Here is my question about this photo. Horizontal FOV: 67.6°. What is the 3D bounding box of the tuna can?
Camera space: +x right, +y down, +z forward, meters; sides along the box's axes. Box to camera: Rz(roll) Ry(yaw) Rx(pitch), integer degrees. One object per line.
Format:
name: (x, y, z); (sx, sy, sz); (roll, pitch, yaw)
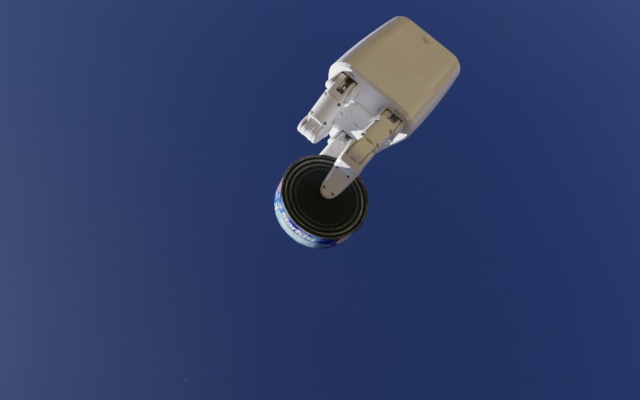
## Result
tuna can: (0.000, 0.002, 0.454); (0.086, 0.086, 0.034); (0, -24, -20)
